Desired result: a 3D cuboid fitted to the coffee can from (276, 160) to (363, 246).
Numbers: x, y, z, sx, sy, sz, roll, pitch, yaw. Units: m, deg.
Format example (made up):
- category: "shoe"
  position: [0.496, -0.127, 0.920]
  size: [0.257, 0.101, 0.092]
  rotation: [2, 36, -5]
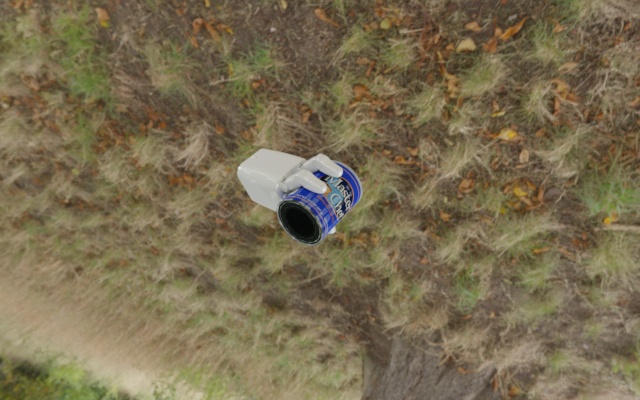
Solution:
- category: "coffee can"
  position: [0.000, 0.003, 0.896]
  size: [0.103, 0.103, 0.140]
  rotation: [0, 33, 42]
